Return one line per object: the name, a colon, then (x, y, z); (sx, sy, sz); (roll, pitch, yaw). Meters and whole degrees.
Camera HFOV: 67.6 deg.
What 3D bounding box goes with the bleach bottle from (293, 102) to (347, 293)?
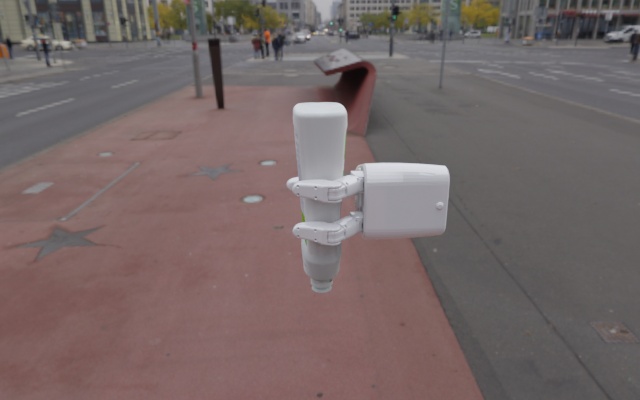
bleach bottle: (0.000, 0.002, 0.637); (0.068, 0.251, 0.102); (-1, 20, -3)
